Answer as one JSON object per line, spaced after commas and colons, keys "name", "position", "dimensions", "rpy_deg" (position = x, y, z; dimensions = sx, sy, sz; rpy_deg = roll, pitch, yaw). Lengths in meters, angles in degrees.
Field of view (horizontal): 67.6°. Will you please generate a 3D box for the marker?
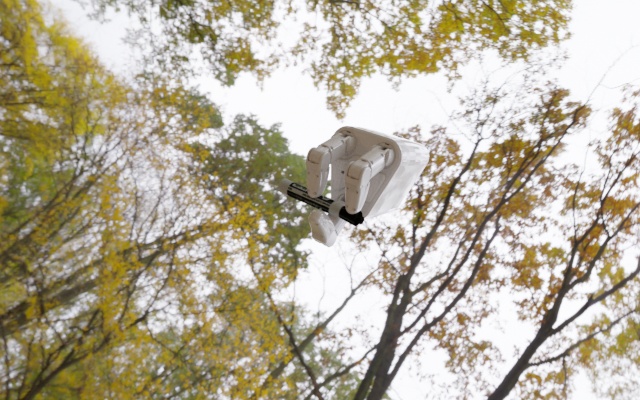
{"name": "marker", "position": [0.000, 0.002, 0.575], "dimensions": [0.121, 0.020, 0.020], "rpy_deg": [24, 12, 29]}
